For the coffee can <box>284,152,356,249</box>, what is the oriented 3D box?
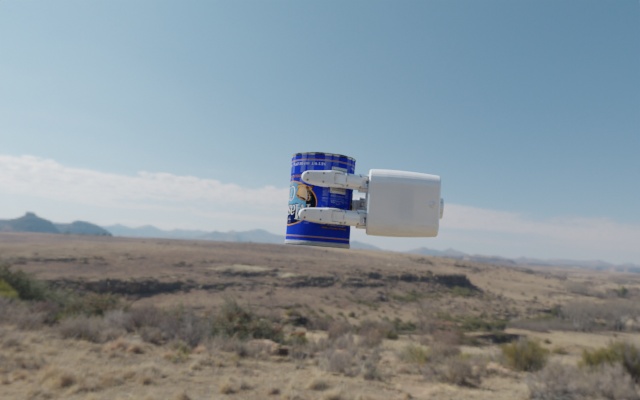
[{"bbox_3d":[0.000,0.003,0.753,0.103,0.140,0.103,4,-5,0],"label":"coffee can"}]
